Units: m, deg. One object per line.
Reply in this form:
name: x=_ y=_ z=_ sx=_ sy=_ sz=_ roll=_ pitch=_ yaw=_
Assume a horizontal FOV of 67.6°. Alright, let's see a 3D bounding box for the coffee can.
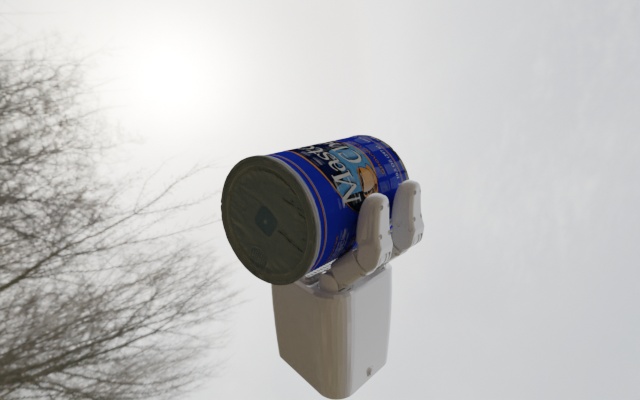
coffee can: x=0.000 y=0.001 z=0.417 sx=0.103 sy=0.103 sz=0.140 roll=0 pitch=13 yaw=40
